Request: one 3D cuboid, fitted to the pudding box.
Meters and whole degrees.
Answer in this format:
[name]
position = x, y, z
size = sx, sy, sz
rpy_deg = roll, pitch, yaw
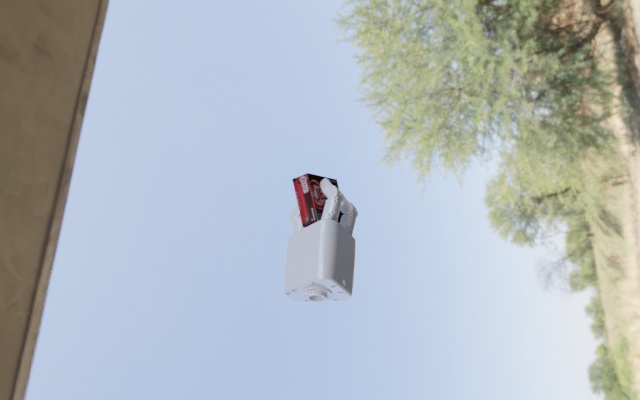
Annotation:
[pudding box]
position = 0.000, 0.003, 0.862
size = 0.039, 0.090, 0.113
rpy_deg = -17, -12, 25
